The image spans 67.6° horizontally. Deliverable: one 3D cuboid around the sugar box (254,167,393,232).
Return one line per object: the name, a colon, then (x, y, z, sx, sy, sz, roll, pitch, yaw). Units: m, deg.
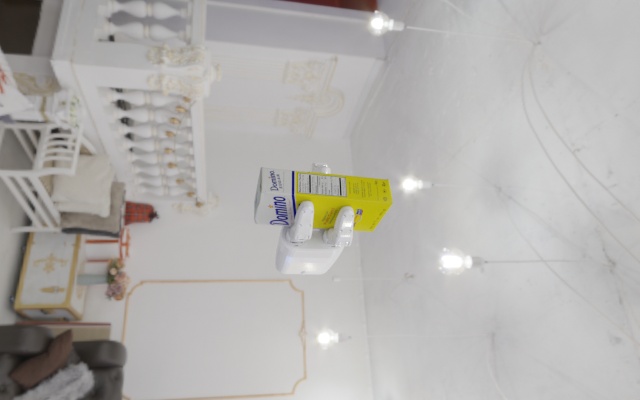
sugar box: (0.000, 0.003, 0.655, 0.176, 0.048, 0.093, 2, -30, -12)
